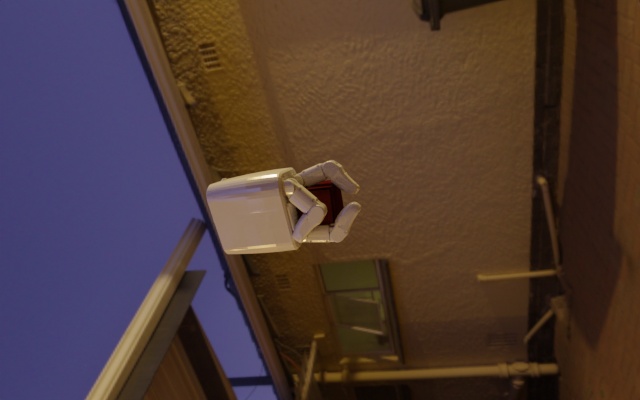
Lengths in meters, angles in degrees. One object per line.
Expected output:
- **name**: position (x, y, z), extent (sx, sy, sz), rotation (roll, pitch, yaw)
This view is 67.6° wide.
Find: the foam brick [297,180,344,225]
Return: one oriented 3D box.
- **foam brick**: position (0.000, 0.002, 0.680), extent (0.051, 0.053, 0.078), rotation (-7, 8, 12)
